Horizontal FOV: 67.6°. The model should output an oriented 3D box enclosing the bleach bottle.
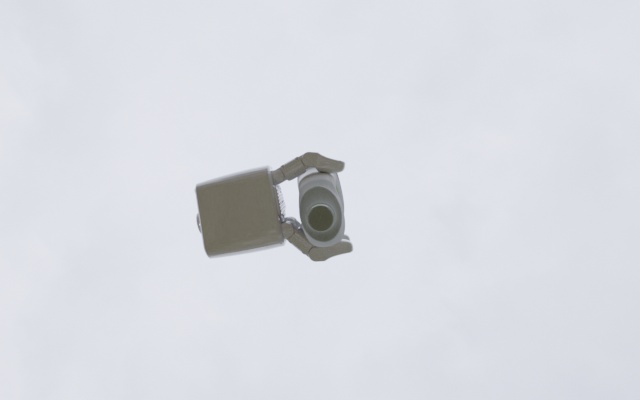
[{"bbox_3d":[0.000,0.002,0.647,0.068,0.102,0.251,-13,4,2],"label":"bleach bottle"}]
